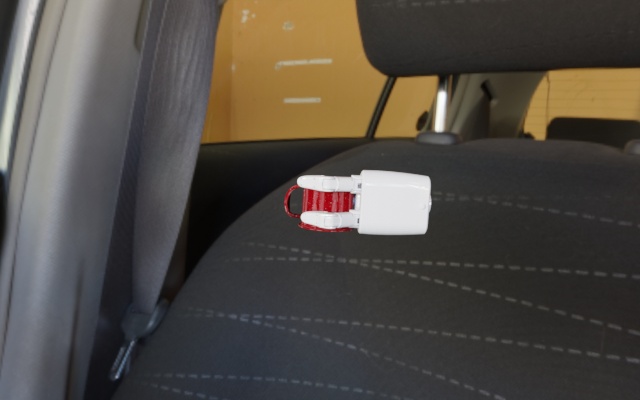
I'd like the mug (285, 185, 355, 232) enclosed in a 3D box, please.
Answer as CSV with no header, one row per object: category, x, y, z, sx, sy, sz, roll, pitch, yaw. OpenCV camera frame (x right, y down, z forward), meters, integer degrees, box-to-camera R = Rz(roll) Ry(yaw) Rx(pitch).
mug,-0.001,0.002,0.780,0.117,0.081,0.093,3,7,-1
